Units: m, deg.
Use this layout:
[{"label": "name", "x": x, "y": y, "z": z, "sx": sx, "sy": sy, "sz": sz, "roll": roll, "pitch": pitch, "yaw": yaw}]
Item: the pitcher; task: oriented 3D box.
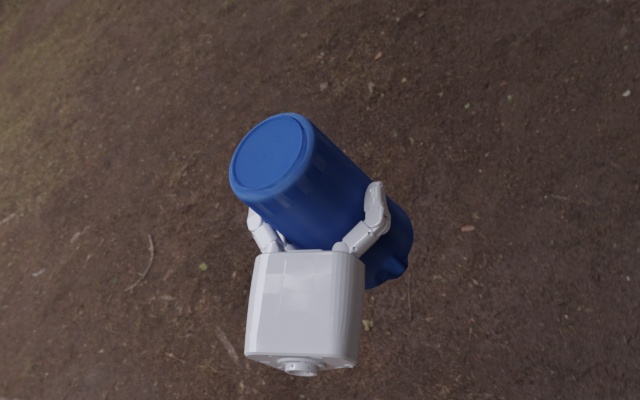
[{"label": "pitcher", "x": 0.000, "y": 0.002, "z": 0.576, "sx": 0.149, "sy": 0.145, "sz": 0.243, "roll": -12, "pitch": -34, "yaw": 29}]
